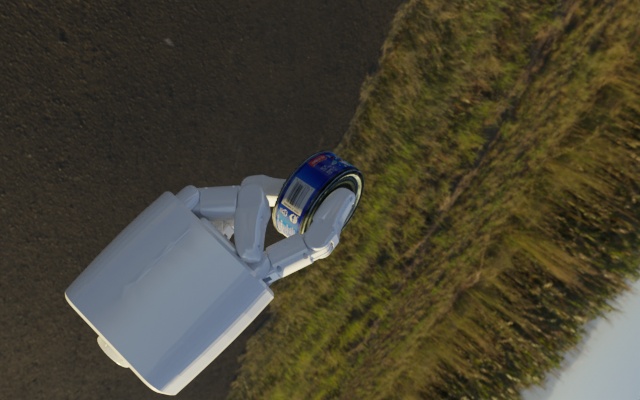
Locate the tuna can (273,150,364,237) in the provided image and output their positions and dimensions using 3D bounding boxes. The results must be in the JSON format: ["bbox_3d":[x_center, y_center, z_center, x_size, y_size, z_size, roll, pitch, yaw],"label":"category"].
[{"bbox_3d":[0.001,0.002,0.420,0.033,0.086,0.086,34,17,26],"label":"tuna can"}]
